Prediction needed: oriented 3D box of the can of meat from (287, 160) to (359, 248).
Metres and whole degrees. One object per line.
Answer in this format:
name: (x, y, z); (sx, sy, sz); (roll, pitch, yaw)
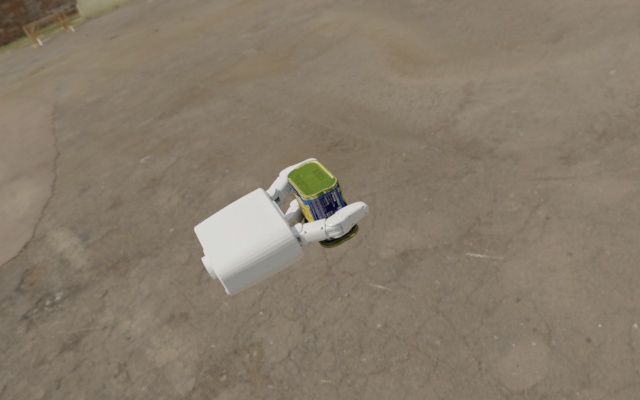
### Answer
can of meat: (0.000, 0.002, 0.650); (0.057, 0.084, 0.102); (-28, 31, -9)
